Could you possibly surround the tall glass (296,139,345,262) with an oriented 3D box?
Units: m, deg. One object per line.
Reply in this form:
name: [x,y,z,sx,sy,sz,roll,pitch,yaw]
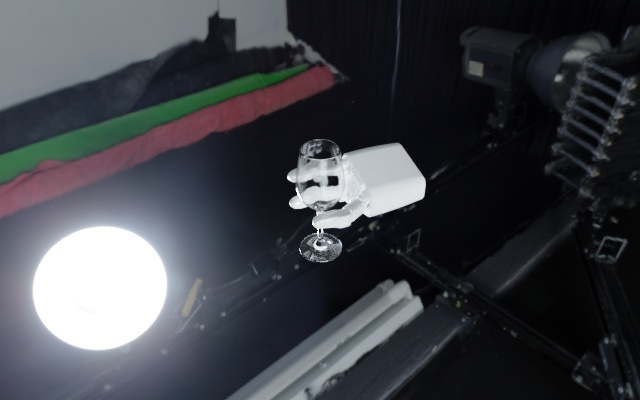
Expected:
tall glass: [0.000,0.003,0.774,0.079,0.201,0.079,-1,37,0]
